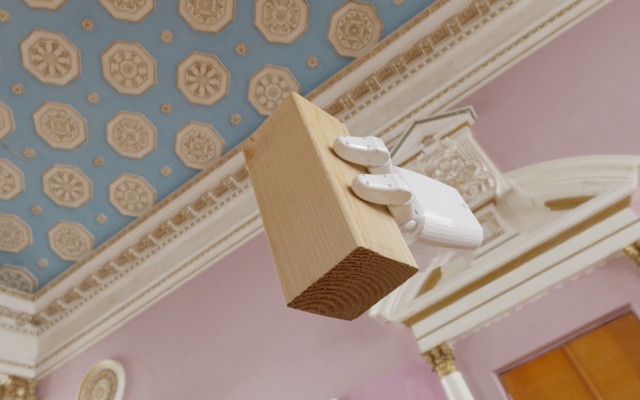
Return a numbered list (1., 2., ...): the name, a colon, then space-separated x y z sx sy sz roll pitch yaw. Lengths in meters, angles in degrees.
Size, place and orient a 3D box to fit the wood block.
1. wood block: 0.000 0.002 0.474 0.090 0.206 0.091 24 -58 -41
